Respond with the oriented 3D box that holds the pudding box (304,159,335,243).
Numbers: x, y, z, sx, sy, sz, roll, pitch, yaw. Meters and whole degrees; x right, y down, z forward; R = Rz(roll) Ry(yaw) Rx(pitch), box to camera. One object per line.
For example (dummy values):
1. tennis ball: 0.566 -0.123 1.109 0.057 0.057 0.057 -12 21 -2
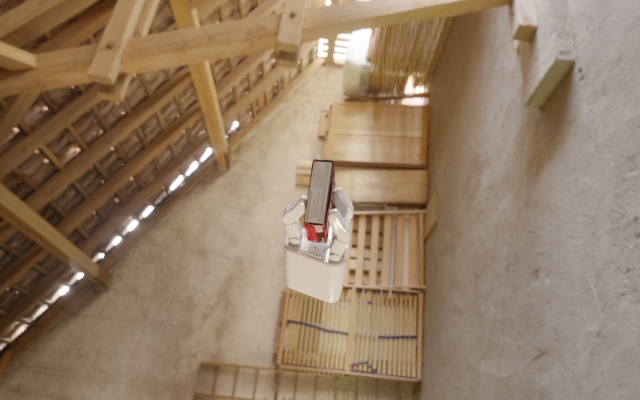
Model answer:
1. pudding box: 0.000 0.003 0.775 0.039 0.113 0.090 4 -22 4
